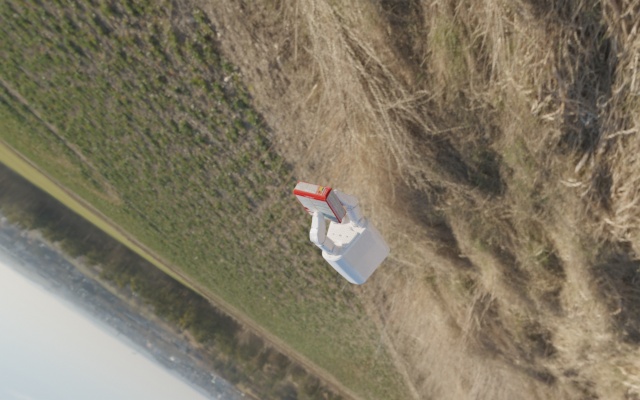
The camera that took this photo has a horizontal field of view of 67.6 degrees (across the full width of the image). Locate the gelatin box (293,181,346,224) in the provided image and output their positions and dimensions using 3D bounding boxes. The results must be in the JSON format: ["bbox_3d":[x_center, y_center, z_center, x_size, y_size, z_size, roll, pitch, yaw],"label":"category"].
[{"bbox_3d":[0.000,0.003,0.895,0.073,0.030,0.089,14,-24,32],"label":"gelatin box"}]
